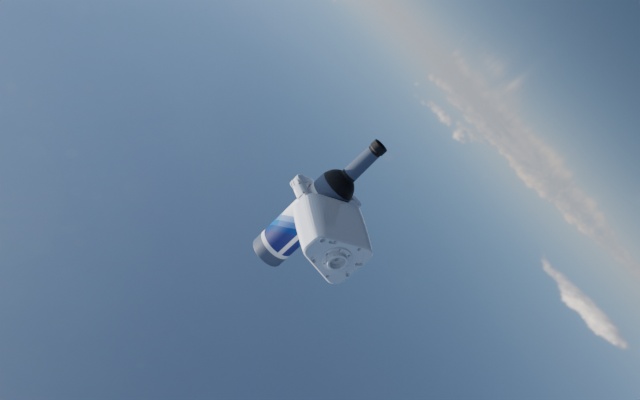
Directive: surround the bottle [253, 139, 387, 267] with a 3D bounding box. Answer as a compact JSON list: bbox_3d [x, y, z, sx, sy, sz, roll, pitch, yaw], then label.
[{"bbox_3d":[0.000,0.003,0.837,0.296,0.069,0.069,-43,-19,21],"label":"bottle"}]
